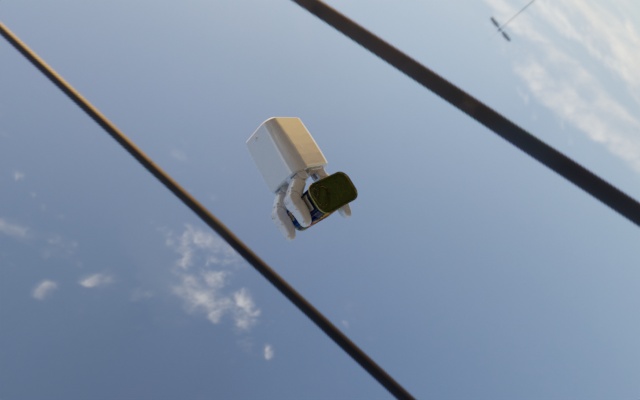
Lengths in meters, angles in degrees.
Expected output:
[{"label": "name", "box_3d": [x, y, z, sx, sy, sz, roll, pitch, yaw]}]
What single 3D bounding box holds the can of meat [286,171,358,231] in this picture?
[{"label": "can of meat", "box_3d": [0.000, 0.003, 0.823, 0.102, 0.057, 0.084, -27, -7, -44]}]
